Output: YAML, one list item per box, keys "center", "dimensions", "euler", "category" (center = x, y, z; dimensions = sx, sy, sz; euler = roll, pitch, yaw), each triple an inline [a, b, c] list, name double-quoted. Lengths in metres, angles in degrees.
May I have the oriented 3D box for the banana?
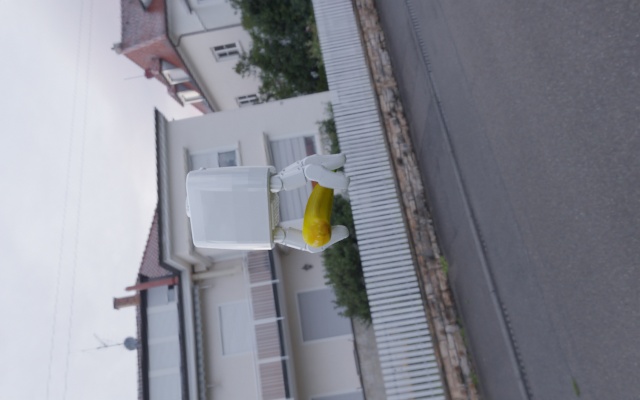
- center: [-0.003, 0.017, 0.619]
  dimensions: [0.037, 0.070, 0.197]
  euler: [9, 26, -1]
  category: "banana"
